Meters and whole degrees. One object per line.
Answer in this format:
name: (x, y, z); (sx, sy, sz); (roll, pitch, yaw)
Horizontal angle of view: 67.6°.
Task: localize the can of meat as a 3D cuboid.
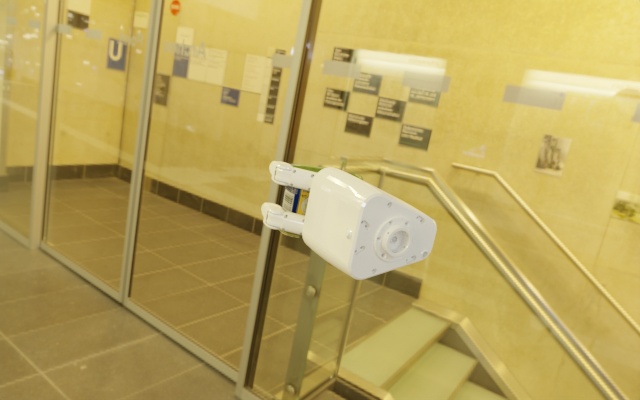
can of meat: (0.000, 0.002, 0.618); (0.102, 0.084, 0.057); (5, 14, -26)
